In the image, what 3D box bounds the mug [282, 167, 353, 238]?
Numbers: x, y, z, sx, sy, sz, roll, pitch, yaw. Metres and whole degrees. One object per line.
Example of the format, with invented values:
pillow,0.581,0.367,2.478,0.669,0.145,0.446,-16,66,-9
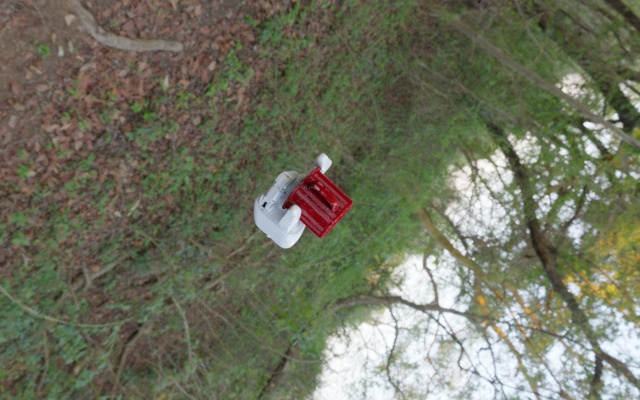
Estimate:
mug,0.001,0.002,0.763,0.081,0.093,0.117,42,-19,5
